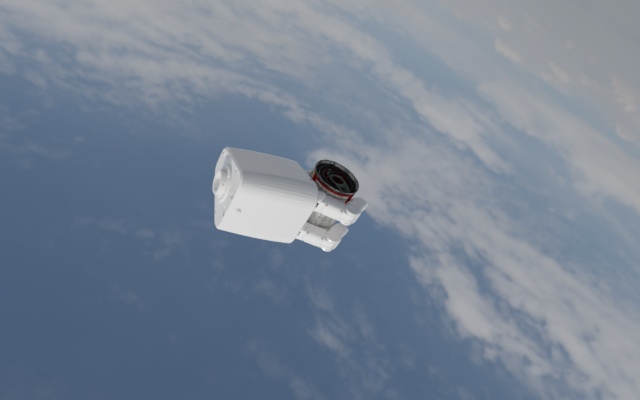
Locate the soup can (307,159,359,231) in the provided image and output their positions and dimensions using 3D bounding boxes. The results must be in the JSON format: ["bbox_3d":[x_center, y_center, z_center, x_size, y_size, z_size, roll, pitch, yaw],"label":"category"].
[{"bbox_3d":[0.000,0.002,0.679,0.068,0.102,0.068,22,34,-16],"label":"soup can"}]
